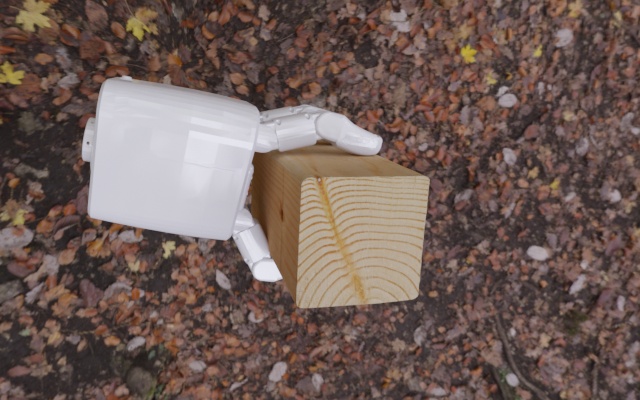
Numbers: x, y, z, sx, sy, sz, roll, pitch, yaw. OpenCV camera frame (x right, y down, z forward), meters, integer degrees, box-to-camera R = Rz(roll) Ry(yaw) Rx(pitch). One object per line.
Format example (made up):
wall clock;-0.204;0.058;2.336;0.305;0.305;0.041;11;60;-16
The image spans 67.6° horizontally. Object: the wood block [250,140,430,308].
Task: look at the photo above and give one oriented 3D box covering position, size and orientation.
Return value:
wood block;0.000;0.002;0.406;0.090;0.091;0.206;-1;16;-16
